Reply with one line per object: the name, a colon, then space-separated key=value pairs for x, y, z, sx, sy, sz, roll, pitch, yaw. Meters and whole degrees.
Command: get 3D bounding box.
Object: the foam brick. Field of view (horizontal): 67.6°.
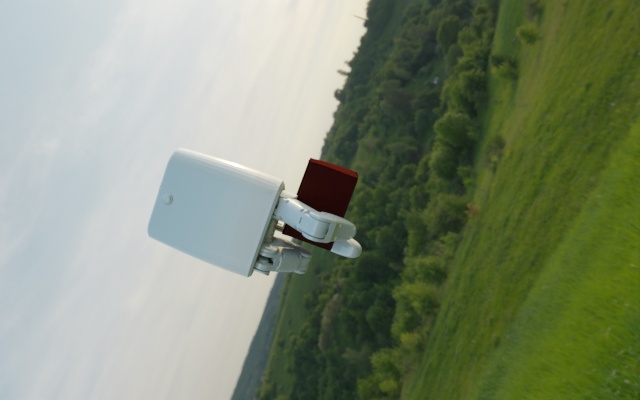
foam brick: x=0.000 y=0.001 z=0.474 sx=0.051 sy=0.078 sz=0.053 roll=21 pitch=8 yaw=-1
